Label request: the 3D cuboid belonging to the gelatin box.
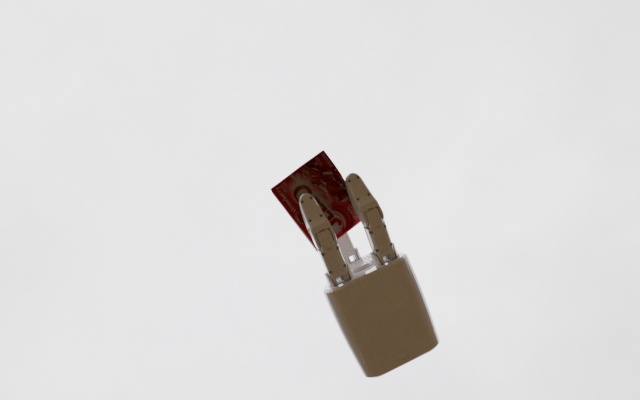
[{"bbox_3d":[0.000,0.001,0.528,0.073,0.089,0.030,-37,0,-6],"label":"gelatin box"}]
